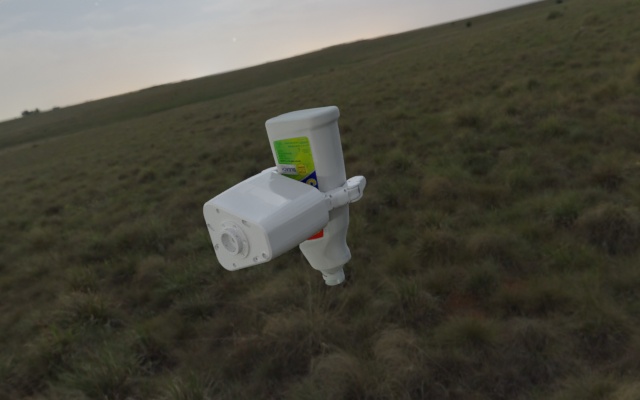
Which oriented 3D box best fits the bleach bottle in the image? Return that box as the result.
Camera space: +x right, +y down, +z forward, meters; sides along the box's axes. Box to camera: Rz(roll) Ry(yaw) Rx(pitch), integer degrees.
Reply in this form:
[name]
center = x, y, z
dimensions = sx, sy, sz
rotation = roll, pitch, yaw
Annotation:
[bleach bottle]
center = 0.000, 0.002, 0.664
dimensions = 0.102, 0.251, 0.068
rotation = 2, 23, 40
